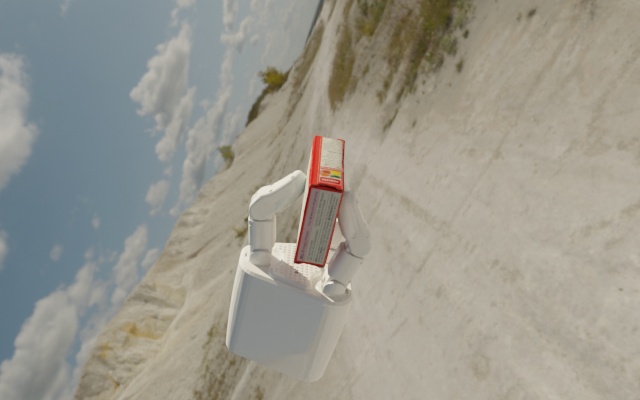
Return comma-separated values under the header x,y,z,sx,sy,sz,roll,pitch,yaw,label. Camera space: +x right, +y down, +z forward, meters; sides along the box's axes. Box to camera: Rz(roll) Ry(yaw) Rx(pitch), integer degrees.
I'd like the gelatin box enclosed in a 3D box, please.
x,y,z,sx,sy,sz,roll,pitch,yaw,label
0.000,0.001,0.409,0.030,0.089,0.073,9,39,-3,gelatin box
